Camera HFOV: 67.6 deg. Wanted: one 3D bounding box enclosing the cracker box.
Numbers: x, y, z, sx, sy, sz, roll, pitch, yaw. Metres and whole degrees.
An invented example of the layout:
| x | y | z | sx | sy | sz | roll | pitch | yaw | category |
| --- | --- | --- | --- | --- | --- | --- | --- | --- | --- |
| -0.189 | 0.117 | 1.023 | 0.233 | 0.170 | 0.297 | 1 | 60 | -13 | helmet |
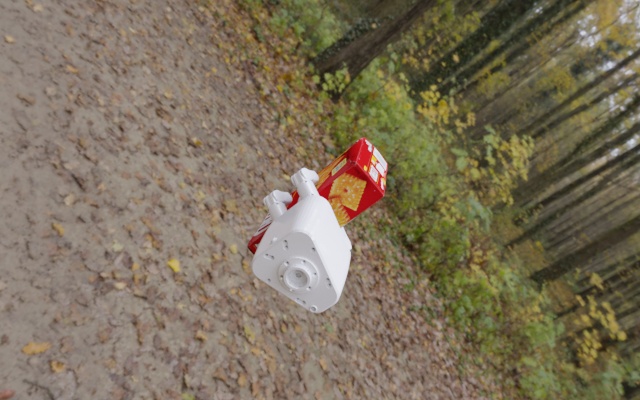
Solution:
| x | y | z | sx | sy | sz | roll | pitch | yaw | category |
| --- | --- | --- | --- | --- | --- | --- | --- | --- | --- |
| 0.000 | 0.002 | 0.747 | 0.214 | 0.072 | 0.164 | -36 | 11 | 20 | cracker box |
